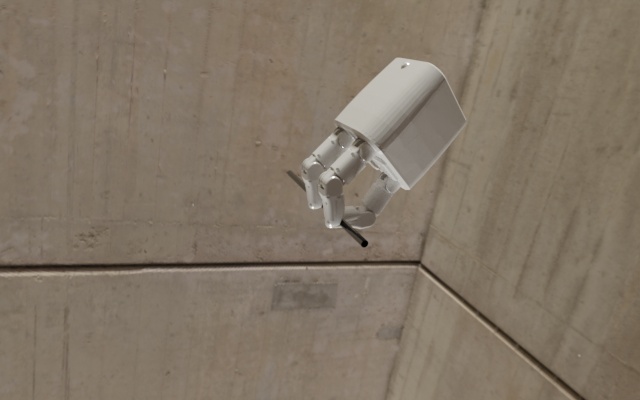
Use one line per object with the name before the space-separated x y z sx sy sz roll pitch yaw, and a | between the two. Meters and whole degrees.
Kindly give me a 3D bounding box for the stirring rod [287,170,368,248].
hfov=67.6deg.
stirring rod | 0.000 0.002 0.576 0.011 0.011 0.239 0 20 -23
